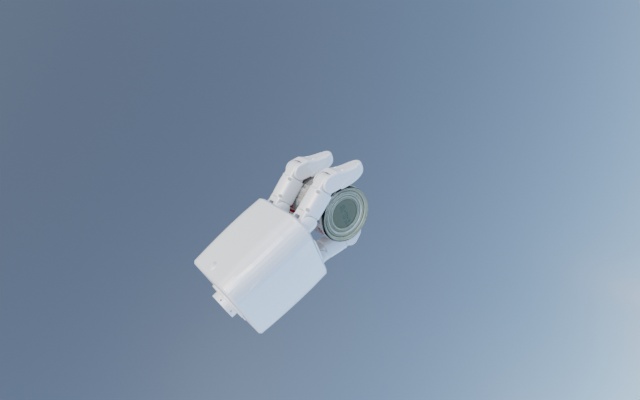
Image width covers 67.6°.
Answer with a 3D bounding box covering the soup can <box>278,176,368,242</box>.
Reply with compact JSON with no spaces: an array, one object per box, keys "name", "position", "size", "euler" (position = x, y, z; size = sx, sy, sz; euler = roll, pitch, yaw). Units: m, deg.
[{"name":"soup can","position":[0.001,0.002,0.577],"size":[0.068,0.068,0.102],"euler":[0,16,-37]}]
